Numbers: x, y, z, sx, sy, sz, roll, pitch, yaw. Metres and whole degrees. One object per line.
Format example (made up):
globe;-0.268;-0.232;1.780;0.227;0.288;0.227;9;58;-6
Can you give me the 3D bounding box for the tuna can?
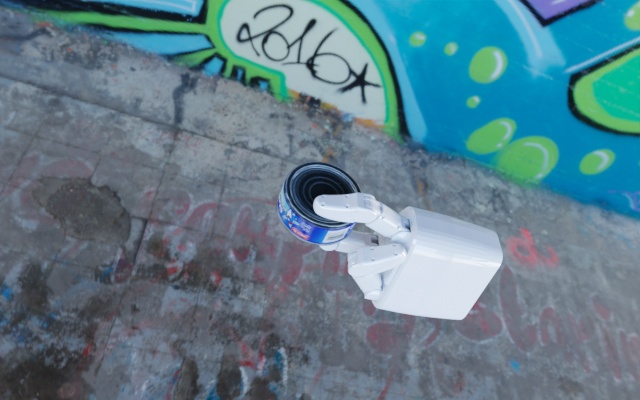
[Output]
tuna can;0.000;0.001;0.492;0.086;0.086;0.034;0;-36;-21
